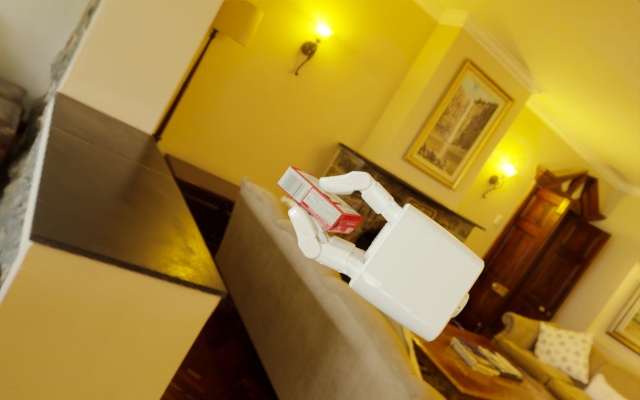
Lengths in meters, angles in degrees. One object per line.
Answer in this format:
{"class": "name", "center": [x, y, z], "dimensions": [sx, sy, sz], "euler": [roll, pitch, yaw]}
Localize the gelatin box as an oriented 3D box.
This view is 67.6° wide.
{"class": "gelatin box", "center": [0.000, 0.001, 0.559], "dimensions": [0.089, 0.030, 0.073], "euler": [42, 9, 18]}
